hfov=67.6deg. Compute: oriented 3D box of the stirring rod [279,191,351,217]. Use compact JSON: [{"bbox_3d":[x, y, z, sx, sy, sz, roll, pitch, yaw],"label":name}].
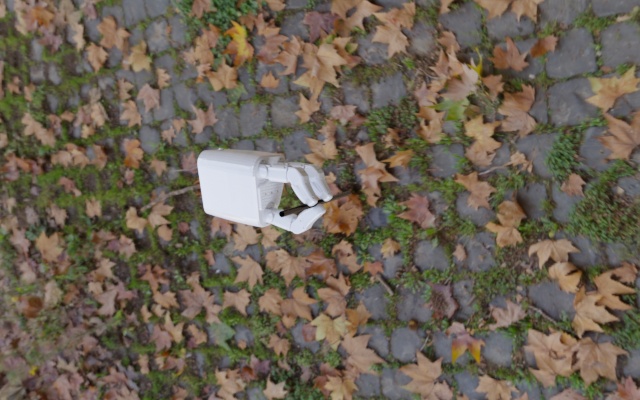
[{"bbox_3d":[0.000,0.002,0.711,0.011,0.011,0.239,0,7,24],"label":"stirring rod"}]
